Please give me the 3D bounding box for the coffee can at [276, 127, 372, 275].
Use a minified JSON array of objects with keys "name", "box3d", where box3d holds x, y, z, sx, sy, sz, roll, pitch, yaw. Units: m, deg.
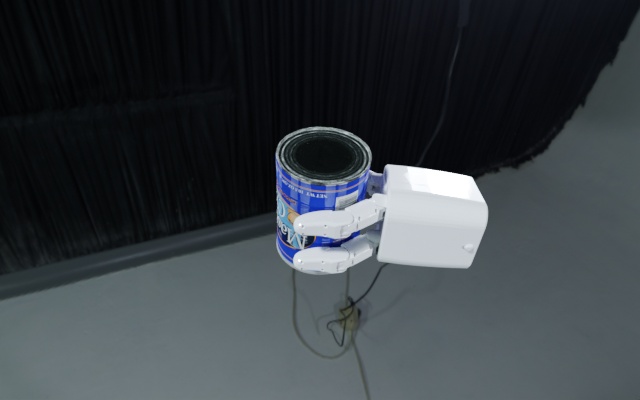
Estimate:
[{"name":"coffee can","box3d":[0.000,0.002,0.552,0.103,0.140,0.102,2,42,-2]}]
